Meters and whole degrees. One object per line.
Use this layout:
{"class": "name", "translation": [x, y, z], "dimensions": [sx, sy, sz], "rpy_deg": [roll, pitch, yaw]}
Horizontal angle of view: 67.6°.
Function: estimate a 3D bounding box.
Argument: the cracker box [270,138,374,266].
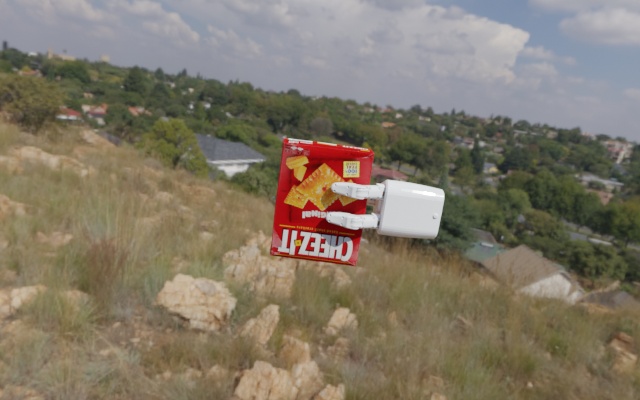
{"class": "cracker box", "translation": [0.000, 0.003, 0.876], "dimensions": [0.164, 0.214, 0.072], "rpy_deg": [8, 12, -2]}
